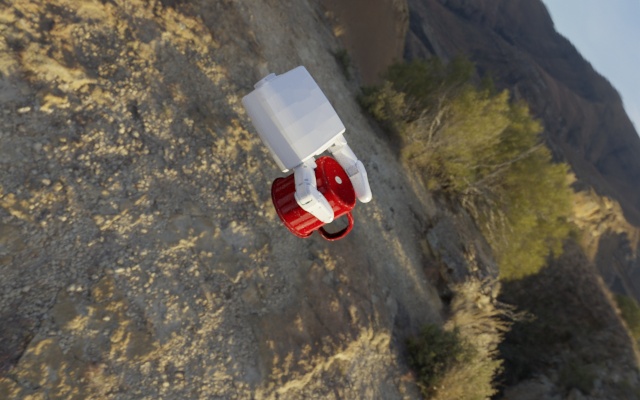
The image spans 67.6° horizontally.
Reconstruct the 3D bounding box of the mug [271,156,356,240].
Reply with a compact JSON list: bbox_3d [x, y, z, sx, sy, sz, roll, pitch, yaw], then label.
[{"bbox_3d":[0.001,0.003,0.648,0.081,0.117,0.093,-28,12,26],"label":"mug"}]
